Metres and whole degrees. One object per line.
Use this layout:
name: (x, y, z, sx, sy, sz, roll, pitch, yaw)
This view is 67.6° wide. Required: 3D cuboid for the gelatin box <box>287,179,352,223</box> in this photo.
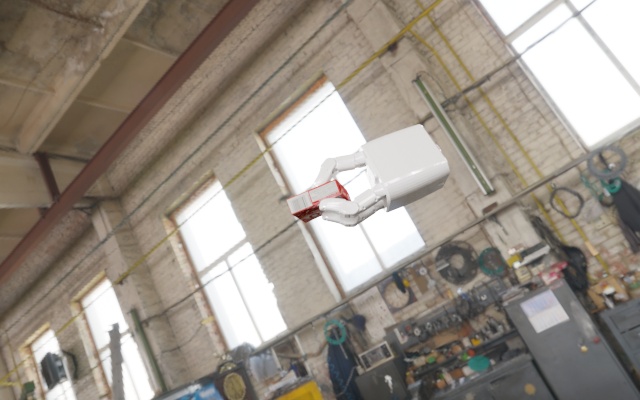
gelatin box: (0.000, 0.002, 0.768, 0.089, 0.030, 0.073, -22, -18, 10)
